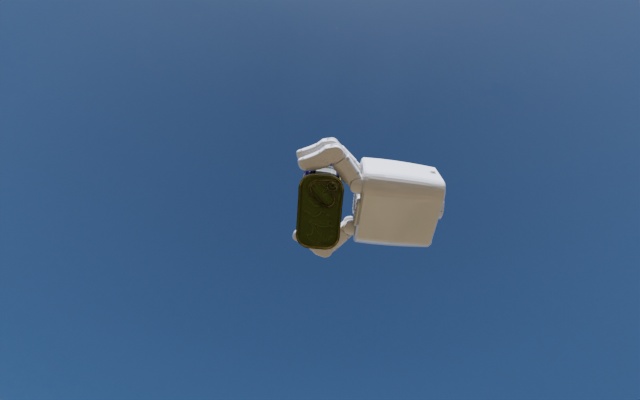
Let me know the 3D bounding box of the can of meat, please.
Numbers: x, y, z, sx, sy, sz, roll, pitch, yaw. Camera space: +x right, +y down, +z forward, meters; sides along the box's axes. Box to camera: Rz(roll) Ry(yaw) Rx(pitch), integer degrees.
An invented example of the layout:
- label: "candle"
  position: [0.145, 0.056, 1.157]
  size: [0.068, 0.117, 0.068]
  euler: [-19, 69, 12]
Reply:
- label: "can of meat"
  position: [0.000, 0.002, 0.645]
  size: [0.057, 0.102, 0.084]
  euler: [4, 20, 1]
